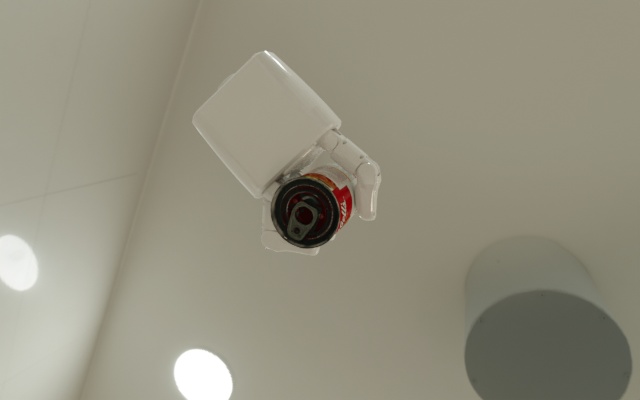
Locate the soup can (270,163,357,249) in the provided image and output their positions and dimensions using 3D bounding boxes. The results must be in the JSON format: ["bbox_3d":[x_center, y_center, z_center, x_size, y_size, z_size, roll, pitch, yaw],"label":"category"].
[{"bbox_3d":[0.001,0.002,0.484,0.068,0.068,0.102,0,12,18],"label":"soup can"}]
